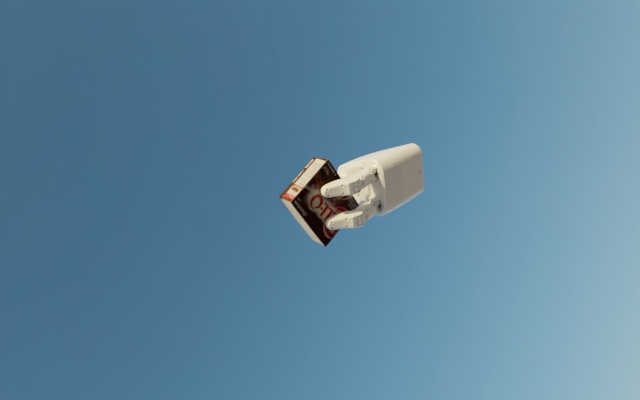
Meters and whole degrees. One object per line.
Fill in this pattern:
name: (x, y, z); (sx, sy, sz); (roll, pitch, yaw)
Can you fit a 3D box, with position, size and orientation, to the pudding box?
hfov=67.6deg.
pudding box: (0.000, 0.002, 0.740); (0.039, 0.090, 0.113); (18, -28, 49)
